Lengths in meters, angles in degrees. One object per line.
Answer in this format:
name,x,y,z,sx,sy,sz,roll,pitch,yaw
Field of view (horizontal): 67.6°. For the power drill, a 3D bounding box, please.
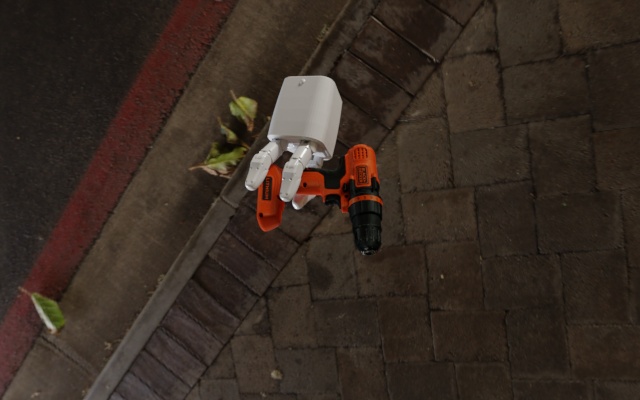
power drill,0.000,0.002,0.731,0.187,0.184,0.057,-4,-32,4
